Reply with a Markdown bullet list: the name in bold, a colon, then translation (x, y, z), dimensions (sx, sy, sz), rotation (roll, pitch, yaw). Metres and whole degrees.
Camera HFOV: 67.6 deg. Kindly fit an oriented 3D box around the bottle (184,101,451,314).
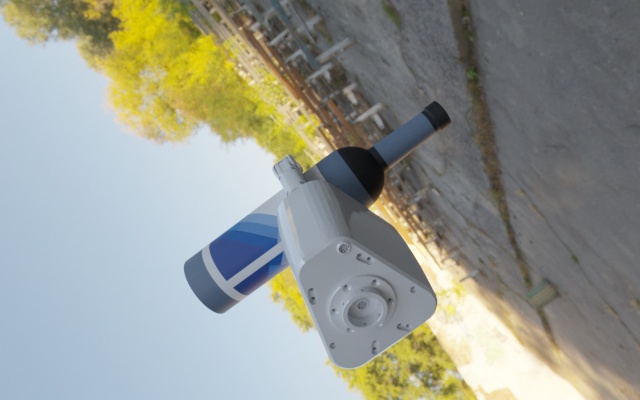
- **bottle**: translation (0.000, 0.002, 0.475), dimensions (0.296, 0.069, 0.069), rotation (-36, -4, 6)
